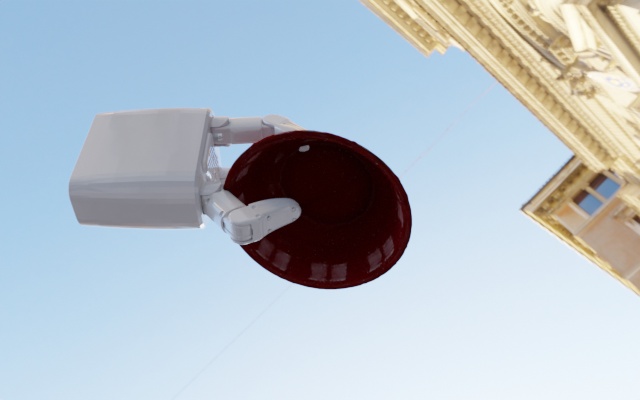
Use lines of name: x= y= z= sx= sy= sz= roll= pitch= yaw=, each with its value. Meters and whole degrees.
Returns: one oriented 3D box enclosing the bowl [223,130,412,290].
bowl: x=0.001 y=0.002 z=0.420 sx=0.162 sy=0.162 sz=0.055 roll=0 pitch=33 yaw=14
